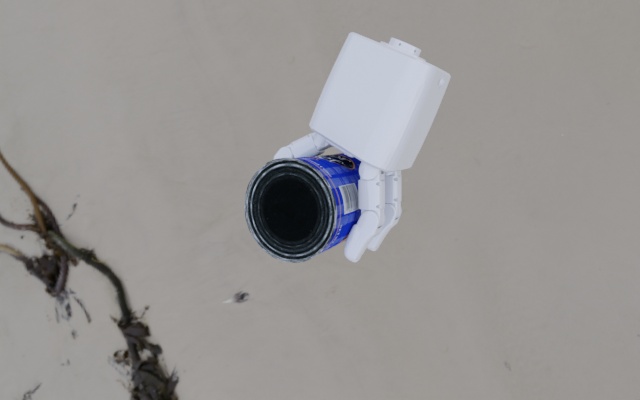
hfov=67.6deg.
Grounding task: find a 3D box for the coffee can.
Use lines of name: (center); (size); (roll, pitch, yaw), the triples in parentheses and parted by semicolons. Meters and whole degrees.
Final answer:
coffee can: (0.000, 0.002, 0.519); (0.103, 0.103, 0.140); (0, 7, 27)
